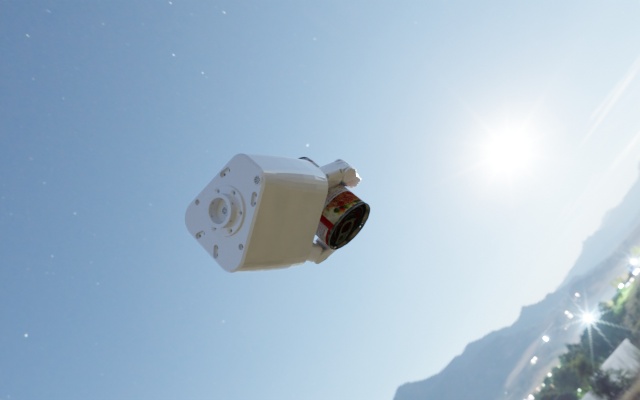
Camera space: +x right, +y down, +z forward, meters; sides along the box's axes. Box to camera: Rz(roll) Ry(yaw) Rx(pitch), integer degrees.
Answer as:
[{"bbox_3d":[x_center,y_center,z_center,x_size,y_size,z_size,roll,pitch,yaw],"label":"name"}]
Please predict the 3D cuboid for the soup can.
[{"bbox_3d":[0.000,0.002,0.576,0.102,0.068,0.068,40,21,27],"label":"soup can"}]
